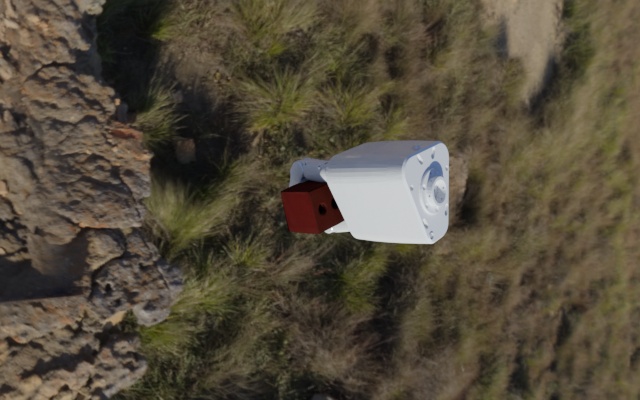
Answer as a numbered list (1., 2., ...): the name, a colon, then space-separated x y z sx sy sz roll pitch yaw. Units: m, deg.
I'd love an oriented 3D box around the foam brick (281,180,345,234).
1. foam brick: 0.000 0.002 0.577 0.051 0.053 0.078 3 21 45
